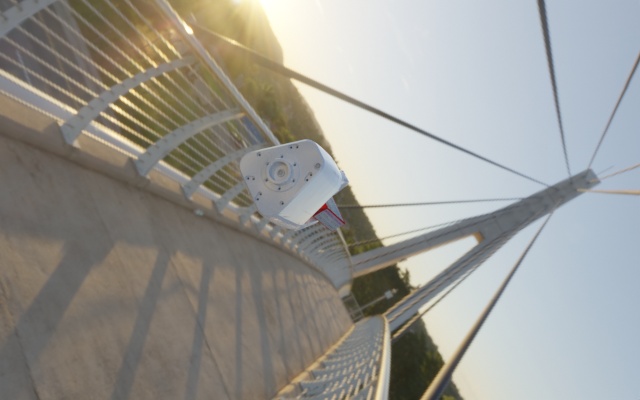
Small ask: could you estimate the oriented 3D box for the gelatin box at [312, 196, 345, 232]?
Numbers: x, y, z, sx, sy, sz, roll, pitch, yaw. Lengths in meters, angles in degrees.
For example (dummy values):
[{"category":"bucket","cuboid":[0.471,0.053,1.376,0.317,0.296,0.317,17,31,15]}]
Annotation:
[{"category":"gelatin box","cuboid":[0.001,0.002,0.762,0.030,0.073,0.089,-31,-28,10]}]
